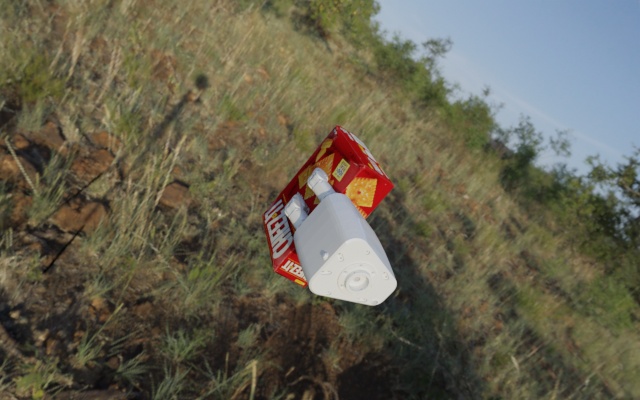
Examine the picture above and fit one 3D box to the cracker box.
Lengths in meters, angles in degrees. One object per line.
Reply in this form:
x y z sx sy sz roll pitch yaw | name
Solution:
0.000 0.002 0.759 0.072 0.214 0.164 32 18 -28 | cracker box
